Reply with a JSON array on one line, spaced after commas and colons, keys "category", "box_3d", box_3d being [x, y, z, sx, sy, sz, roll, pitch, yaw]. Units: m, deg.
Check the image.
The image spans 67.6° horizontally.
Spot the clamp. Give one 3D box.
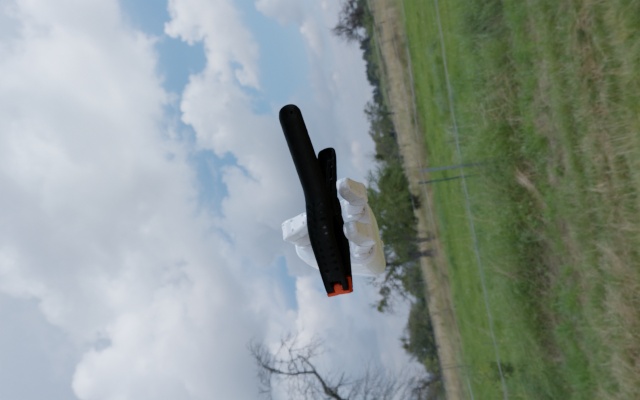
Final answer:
[{"category": "clamp", "box_3d": [-0.001, 0.003, 0.548, 0.036, 0.210, 0.165, -15, -22, 15]}]
